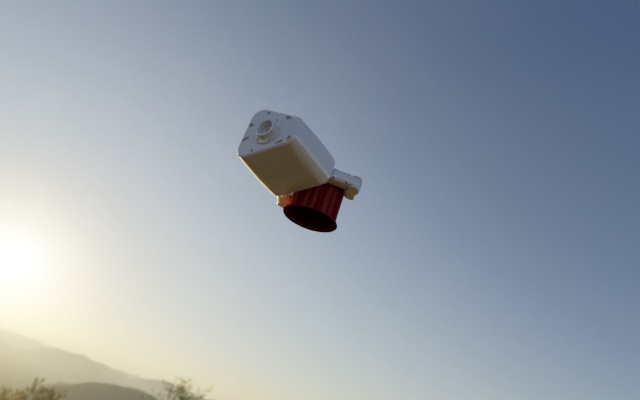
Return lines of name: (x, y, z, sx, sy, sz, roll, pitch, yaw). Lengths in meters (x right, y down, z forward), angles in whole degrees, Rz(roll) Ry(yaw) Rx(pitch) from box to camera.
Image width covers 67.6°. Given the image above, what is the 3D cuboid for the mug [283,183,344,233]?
mug: (0.001, 0.003, 0.803, 0.093, 0.081, 0.117, 2, -30, 33)
